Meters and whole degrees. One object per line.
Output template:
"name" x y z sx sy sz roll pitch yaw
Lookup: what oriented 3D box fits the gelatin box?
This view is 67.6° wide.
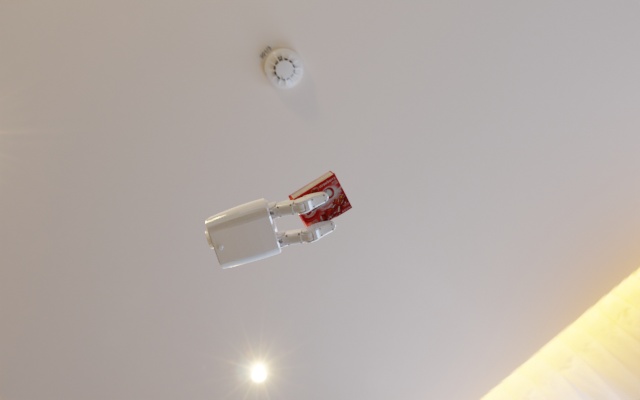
"gelatin box" 0.000 0.002 0.831 0.089 0.073 0.030 -32 22 -7
